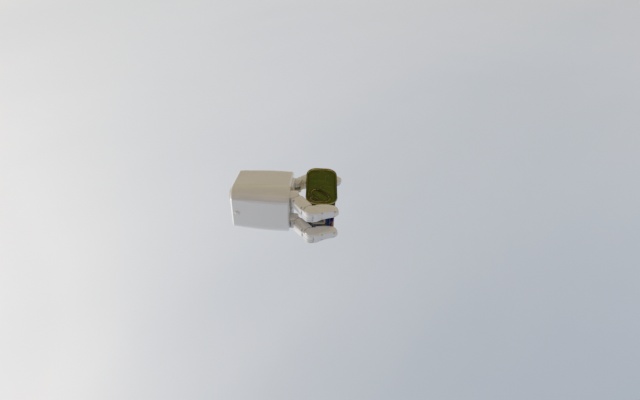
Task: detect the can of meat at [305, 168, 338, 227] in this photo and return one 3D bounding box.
[{"bbox_3d":[0.000,0.003,0.897,0.057,0.084,0.102,2,41,-2],"label":"can of meat"}]
